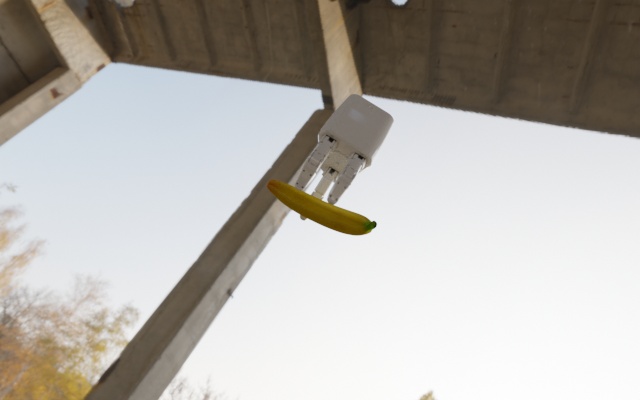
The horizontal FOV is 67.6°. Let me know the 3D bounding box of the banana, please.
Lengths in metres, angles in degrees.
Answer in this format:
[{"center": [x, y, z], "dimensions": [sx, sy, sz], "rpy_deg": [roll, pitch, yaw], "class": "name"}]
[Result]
[{"center": [0.006, 0.014, 0.752], "dimensions": [0.198, 0.037, 0.070], "rpy_deg": [20, -29, 25], "class": "banana"}]
